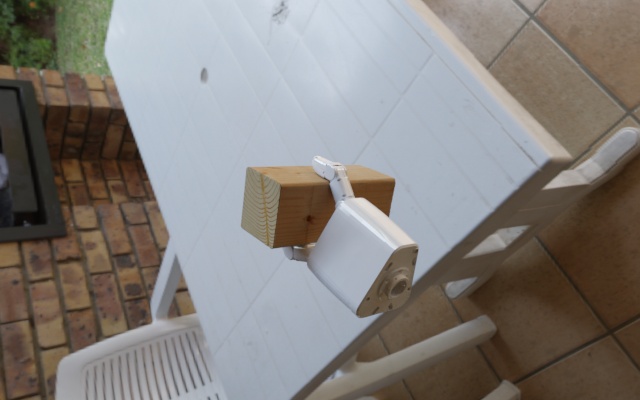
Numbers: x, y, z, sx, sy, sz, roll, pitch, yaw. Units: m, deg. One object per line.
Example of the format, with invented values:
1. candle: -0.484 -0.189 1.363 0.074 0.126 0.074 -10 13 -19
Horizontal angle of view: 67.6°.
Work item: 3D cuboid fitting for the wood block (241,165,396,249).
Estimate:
1. wood block: 0.000 0.002 0.693 0.206 0.091 0.090 -4 20 -38
